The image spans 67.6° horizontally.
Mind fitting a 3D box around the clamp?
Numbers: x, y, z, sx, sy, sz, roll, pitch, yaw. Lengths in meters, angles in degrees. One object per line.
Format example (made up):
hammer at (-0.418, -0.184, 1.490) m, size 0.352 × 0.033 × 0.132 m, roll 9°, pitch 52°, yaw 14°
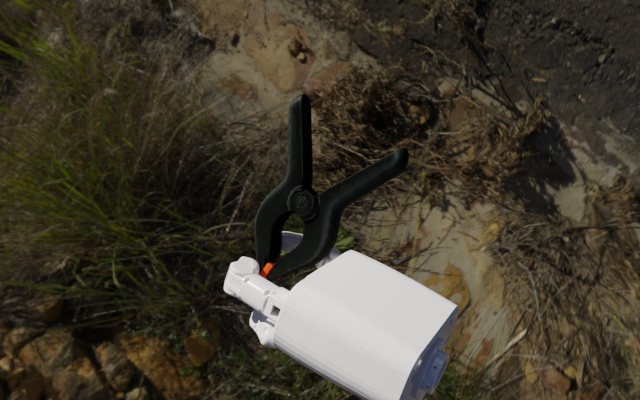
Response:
clamp at (0.000, 0.001, 0.425) m, size 0.120 × 0.171 × 0.039 m, roll 24°, pitch 8°, yaw 27°
